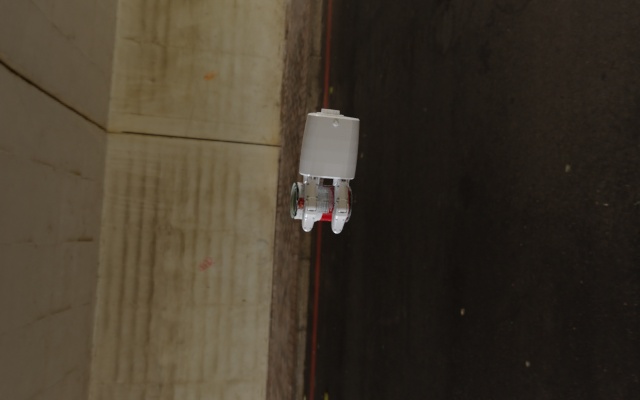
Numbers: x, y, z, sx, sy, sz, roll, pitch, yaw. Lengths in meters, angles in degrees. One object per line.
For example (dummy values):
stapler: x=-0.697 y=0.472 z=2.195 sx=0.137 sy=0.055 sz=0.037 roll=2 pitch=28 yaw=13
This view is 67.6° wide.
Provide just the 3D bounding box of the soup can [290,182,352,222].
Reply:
soup can: x=0.000 y=0.003 z=0.875 sx=0.102 sy=0.068 sz=0.068 roll=4 pitch=-1 yaw=-13
